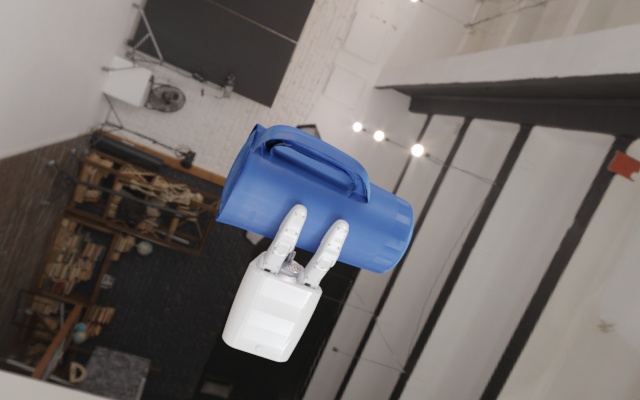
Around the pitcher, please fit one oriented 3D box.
[{"bbox_3d":[0.000,0.002,0.619,0.243,0.145,0.149,23,5,-14],"label":"pitcher"}]
